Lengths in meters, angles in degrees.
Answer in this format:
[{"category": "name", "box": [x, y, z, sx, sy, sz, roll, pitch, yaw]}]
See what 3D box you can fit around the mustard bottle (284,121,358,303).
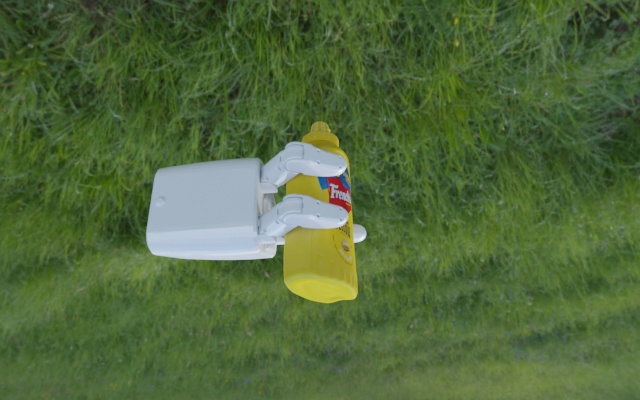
[{"category": "mustard bottle", "box": [0.000, 0.002, 0.492, 0.058, 0.191, 0.096, -15, -30, 25]}]
